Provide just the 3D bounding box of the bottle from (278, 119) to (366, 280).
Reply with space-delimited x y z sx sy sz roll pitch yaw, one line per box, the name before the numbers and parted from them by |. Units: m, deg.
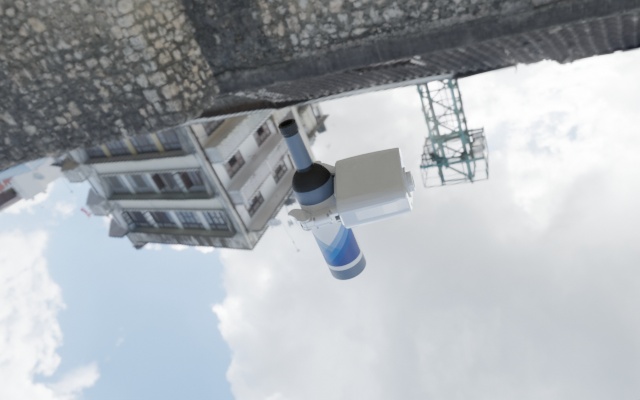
bottle | 0.000 0.003 0.777 0.069 0.296 0.069 -17 31 11
